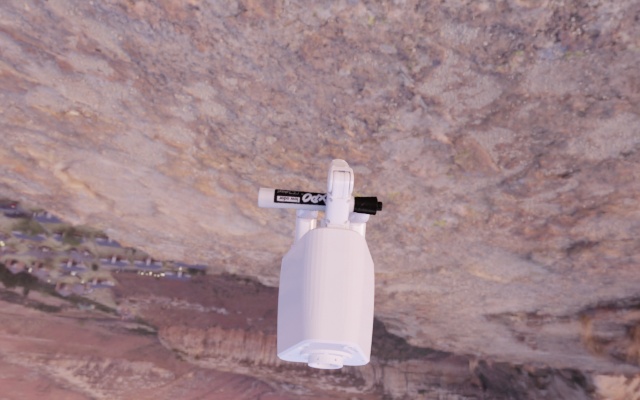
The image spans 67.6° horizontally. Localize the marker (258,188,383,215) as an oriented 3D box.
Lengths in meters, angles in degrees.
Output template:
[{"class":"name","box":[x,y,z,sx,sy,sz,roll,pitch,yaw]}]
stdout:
[{"class":"marker","box":[0.000,0.001,0.468,0.121,0.020,0.020,4,0,-1]}]
